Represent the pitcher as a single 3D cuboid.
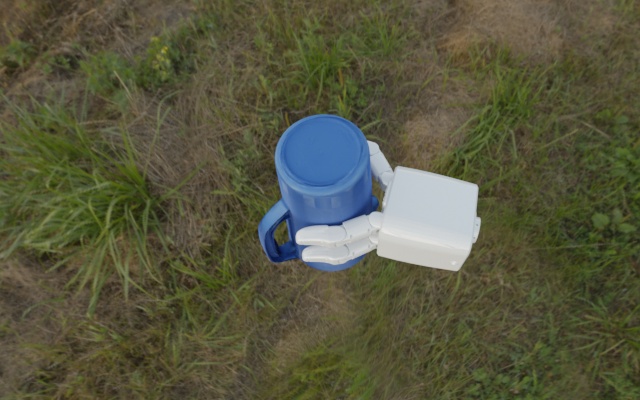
[{"bbox_3d":[0.000,0.002,0.635,0.145,0.149,0.243,13,-24,11],"label":"pitcher"}]
